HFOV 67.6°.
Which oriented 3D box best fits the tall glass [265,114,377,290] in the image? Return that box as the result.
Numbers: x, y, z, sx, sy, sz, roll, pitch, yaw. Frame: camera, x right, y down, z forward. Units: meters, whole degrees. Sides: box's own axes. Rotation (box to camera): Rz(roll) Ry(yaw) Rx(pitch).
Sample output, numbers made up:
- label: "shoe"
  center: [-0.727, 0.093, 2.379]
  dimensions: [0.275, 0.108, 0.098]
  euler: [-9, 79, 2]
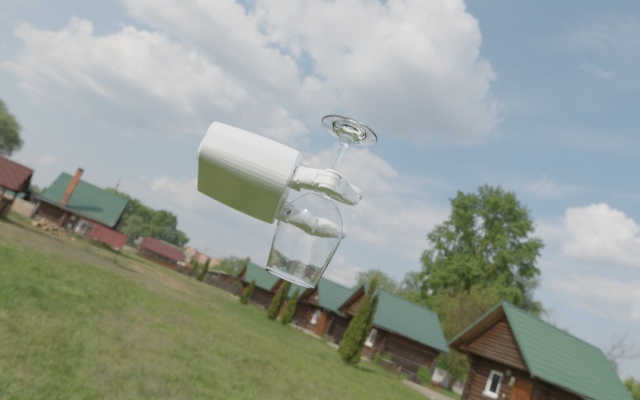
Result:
- label: "tall glass"
  center: [0.000, 0.001, 0.573]
  dimensions: [0.079, 0.201, 0.079]
  euler: [20, -14, 5]
